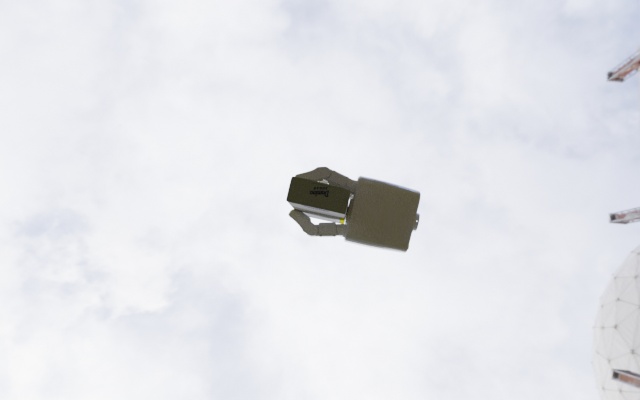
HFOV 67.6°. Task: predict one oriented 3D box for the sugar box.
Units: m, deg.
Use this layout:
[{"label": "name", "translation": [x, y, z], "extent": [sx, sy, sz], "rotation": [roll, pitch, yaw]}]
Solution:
[{"label": "sugar box", "translation": [0.000, 0.002, 0.788], "extent": [0.093, 0.048, 0.176], "rotation": [13, -9, 3]}]
